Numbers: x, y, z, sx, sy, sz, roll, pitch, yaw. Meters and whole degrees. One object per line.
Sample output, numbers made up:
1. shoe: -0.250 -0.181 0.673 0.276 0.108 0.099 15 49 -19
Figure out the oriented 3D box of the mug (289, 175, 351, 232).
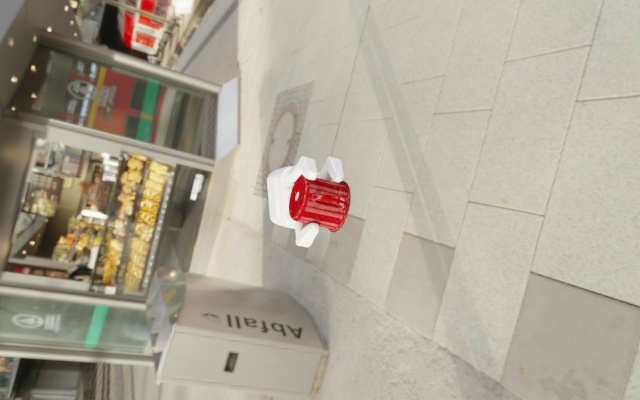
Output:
1. mug: 0.000 0.003 0.818 0.081 0.093 0.117 13 -6 -23
